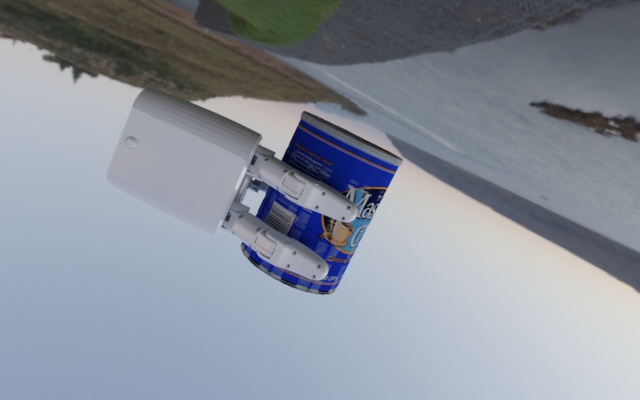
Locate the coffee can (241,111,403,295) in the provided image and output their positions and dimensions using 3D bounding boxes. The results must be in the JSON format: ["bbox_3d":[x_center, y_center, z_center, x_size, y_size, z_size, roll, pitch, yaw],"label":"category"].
[{"bbox_3d":[0.000,0.001,0.450,0.103,0.140,0.102,25,10,-5],"label":"coffee can"}]
